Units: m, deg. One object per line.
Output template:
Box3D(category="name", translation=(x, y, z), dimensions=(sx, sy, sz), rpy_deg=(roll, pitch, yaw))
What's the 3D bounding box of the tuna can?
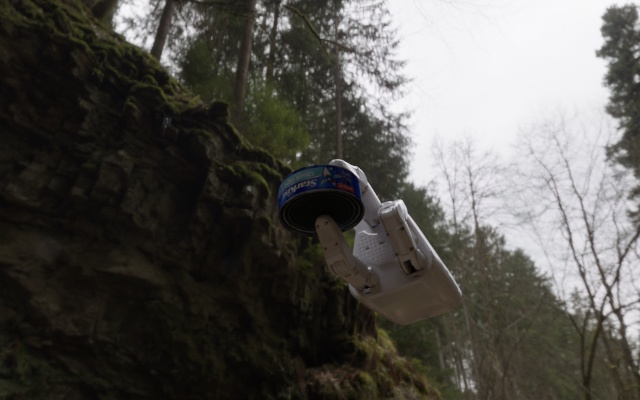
Box3D(category="tuna can", translation=(0.000, 0.001, 0.480), dimensions=(0.086, 0.033, 0.086), rpy_deg=(-3, -34, -2))
